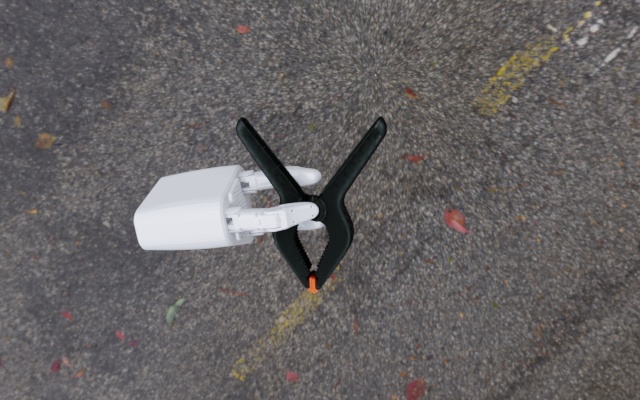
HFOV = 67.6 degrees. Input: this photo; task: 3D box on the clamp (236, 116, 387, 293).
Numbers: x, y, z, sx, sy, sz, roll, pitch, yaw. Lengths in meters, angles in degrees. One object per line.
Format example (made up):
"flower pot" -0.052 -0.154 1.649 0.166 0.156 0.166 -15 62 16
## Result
"clamp" 0.000 0.003 0.539 0.164 0.210 0.036 -6 14 9
